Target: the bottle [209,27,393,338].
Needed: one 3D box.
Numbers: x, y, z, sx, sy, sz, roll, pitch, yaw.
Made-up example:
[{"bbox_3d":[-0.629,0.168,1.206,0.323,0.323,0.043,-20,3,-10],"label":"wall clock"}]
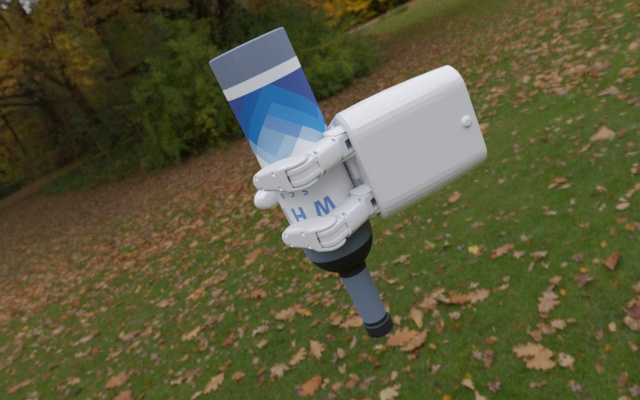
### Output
[{"bbox_3d":[0.000,0.001,0.429,0.069,0.296,0.069,-23,18,8],"label":"bottle"}]
